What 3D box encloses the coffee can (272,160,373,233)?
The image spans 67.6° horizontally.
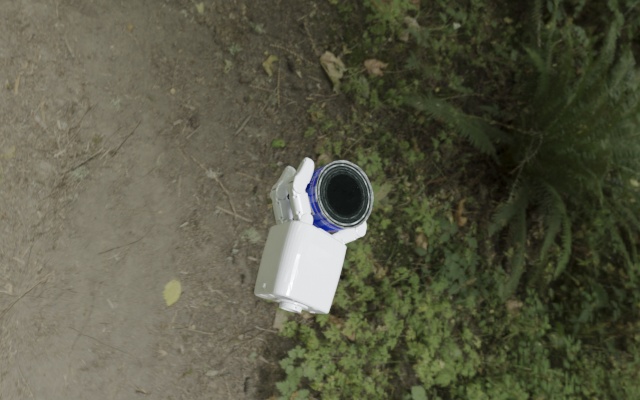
[{"bbox_3d":[0.000,0.002,0.752,0.103,0.103,0.140,0,-10,-32],"label":"coffee can"}]
